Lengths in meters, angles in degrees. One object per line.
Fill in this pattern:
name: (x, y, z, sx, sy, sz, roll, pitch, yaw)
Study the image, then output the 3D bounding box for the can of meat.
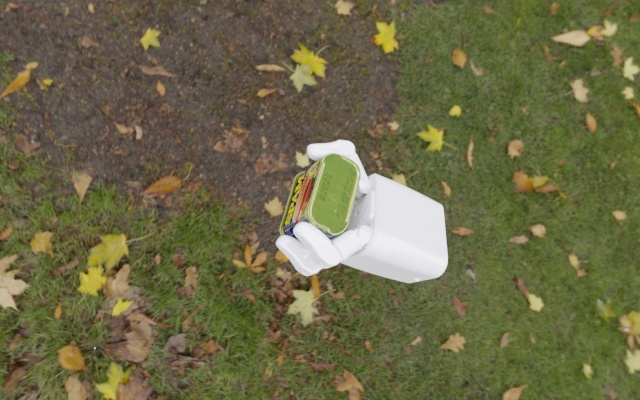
can of meat: (0.000, 0.002, 0.571, 0.057, 0.102, 0.084, 23, -24, -17)
